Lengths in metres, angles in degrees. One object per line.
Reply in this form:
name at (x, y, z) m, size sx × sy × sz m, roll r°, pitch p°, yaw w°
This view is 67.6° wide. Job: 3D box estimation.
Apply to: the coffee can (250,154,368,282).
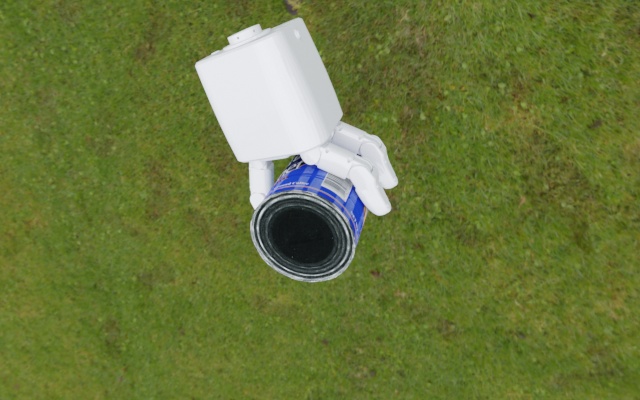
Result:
coffee can at (0.000, 0.002, 0.501) m, size 0.103 × 0.103 × 0.140 m, roll 0°, pitch 30°, yaw 17°
